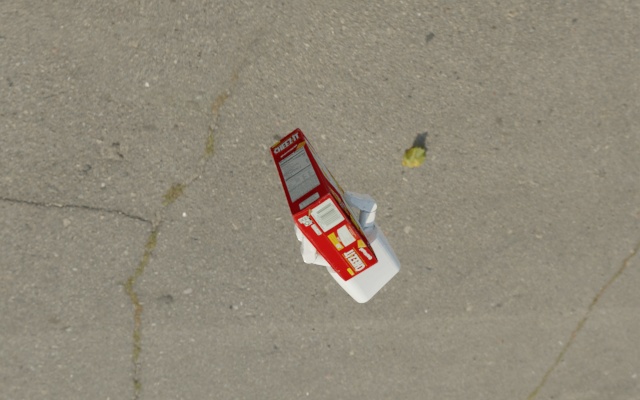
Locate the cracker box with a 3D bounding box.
[{"bbox_3d":[0.000,0.003,0.775,0.072,0.164,0.213,-32,36,6],"label":"cracker box"}]
